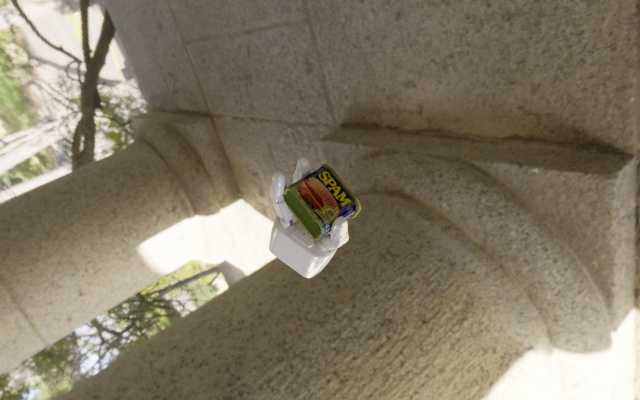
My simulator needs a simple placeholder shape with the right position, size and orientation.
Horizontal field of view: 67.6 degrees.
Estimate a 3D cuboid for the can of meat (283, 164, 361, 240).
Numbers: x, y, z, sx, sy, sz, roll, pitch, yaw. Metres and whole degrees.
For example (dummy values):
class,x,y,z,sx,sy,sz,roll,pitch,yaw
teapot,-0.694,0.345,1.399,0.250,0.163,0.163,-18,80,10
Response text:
class,x,y,z,sx,sy,sz,roll,pitch,yaw
can of meat,0.000,0.003,0.783,0.084,0.102,0.057,-32,-14,-29
